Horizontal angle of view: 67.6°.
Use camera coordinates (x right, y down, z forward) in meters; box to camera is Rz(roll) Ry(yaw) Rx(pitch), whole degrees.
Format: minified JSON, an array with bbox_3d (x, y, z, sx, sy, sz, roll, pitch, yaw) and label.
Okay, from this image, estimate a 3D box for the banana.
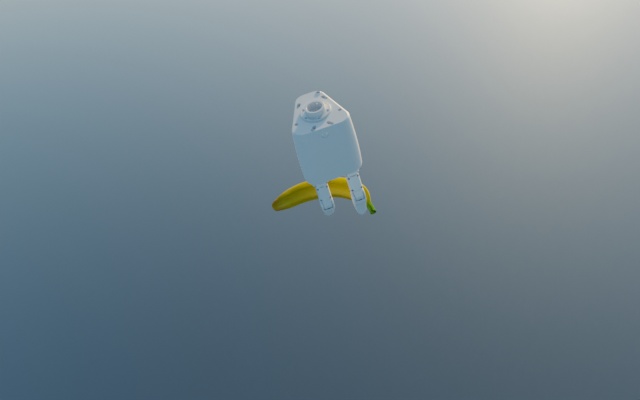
[{"bbox_3d":[0.006,-0.012,0.890,0.198,0.069,0.037,1,-37,15],"label":"banana"}]
